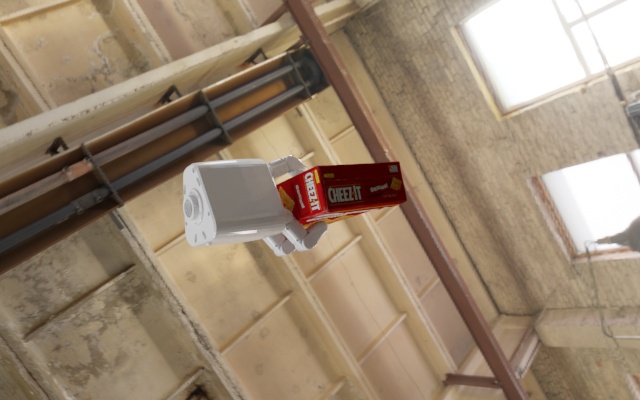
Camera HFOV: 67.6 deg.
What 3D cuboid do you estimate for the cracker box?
[{"bbox_3d":[0.000,0.002,0.745,0.164,0.072,0.214,-7,-8,-39],"label":"cracker box"}]
